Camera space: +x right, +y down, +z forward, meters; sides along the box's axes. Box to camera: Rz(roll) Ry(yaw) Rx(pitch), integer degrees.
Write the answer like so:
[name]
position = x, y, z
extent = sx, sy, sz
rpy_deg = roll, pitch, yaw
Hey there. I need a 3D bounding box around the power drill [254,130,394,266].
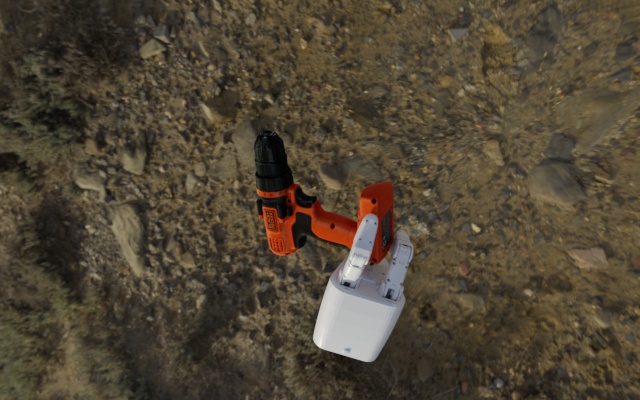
[power drill]
position = 0.001, 0.002, 0.626
extent = 0.187, 0.184, 0.057
rpy_deg = 10, 34, 28
